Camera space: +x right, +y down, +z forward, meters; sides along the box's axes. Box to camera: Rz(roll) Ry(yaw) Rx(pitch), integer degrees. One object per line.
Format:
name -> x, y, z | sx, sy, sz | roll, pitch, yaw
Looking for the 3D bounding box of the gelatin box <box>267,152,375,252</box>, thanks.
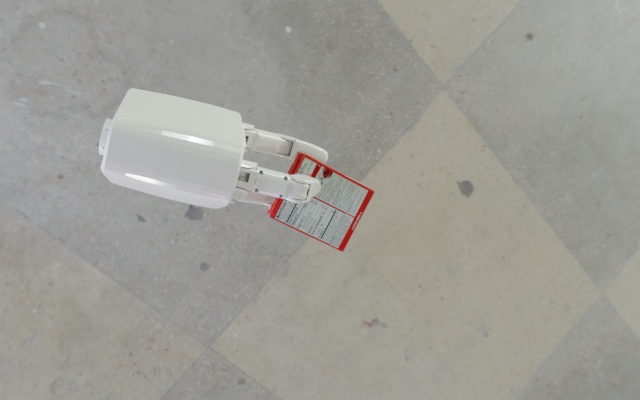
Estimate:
gelatin box -> 0.000, 0.002, 0.497 | 0.089, 0.073, 0.030 | 27, 2, -16
